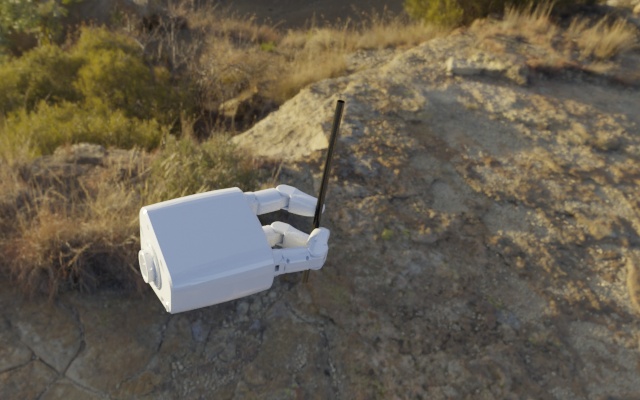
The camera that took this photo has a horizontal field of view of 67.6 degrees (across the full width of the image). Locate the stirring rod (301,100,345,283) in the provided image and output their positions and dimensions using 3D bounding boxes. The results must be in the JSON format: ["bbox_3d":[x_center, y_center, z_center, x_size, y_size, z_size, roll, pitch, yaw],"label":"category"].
[{"bbox_3d":[0.000,0.002,0.534,0.011,0.240,0.011,8,33,-5],"label":"stirring rod"}]
